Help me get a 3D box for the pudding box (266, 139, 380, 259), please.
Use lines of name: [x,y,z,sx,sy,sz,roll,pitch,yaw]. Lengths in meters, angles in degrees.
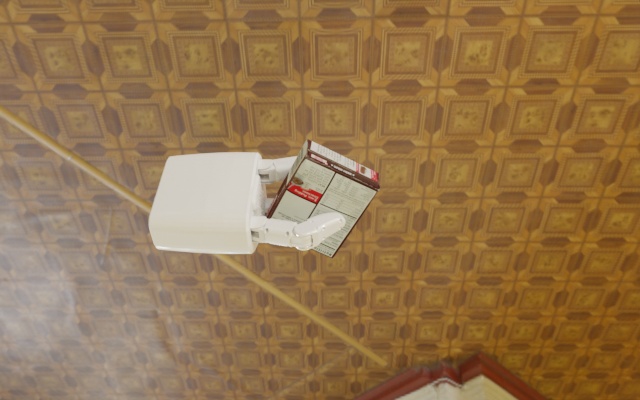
pudding box: [0.000,0.002,0.526,0.090,0.113,0.039,24,35,-12]
